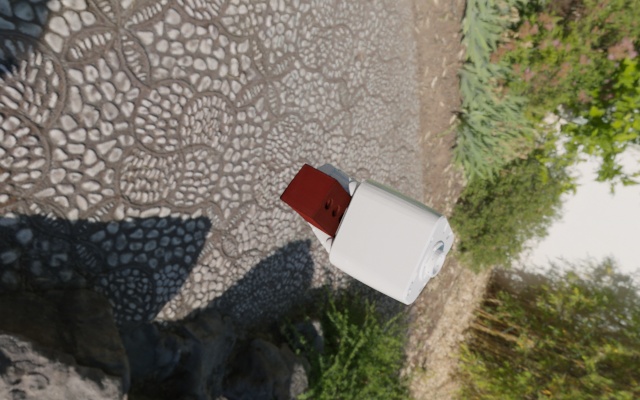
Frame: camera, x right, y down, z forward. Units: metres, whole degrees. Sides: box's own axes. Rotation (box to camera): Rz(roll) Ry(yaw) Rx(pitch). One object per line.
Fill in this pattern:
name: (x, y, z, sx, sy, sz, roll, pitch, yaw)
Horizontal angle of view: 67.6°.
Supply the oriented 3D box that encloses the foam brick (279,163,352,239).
foam brick: (0.000, 0.002, 0.564, 0.051, 0.053, 0.078, 31, -7, 32)
